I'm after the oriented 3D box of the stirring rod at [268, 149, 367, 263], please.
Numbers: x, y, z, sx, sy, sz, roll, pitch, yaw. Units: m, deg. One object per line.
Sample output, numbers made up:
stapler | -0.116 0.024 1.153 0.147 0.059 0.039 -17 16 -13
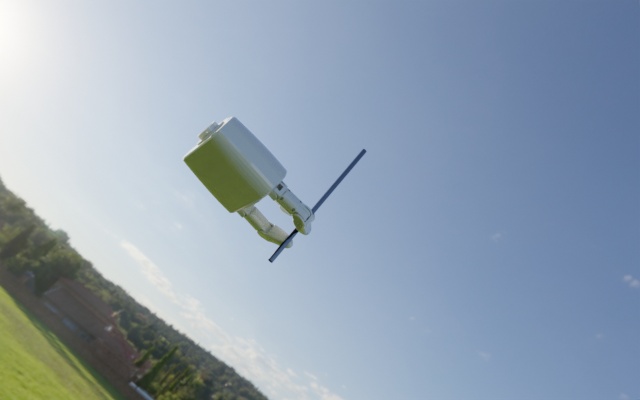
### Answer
stirring rod | 0.000 0.002 0.723 0.239 0.011 0.011 -49 26 -24
